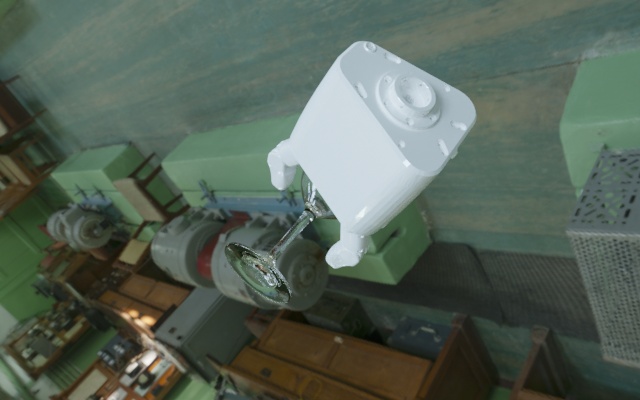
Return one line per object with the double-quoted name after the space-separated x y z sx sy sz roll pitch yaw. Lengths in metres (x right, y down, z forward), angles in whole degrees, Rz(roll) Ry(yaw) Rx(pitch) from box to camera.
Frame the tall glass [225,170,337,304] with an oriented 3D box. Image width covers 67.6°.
0.000 0.002 0.472 0.079 0.079 0.201 0 40 47 "tall glass"
